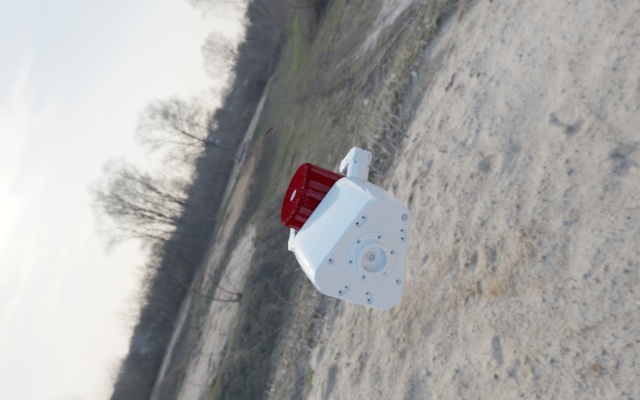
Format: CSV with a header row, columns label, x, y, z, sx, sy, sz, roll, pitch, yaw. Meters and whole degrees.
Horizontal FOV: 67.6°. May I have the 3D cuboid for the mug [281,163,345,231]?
label,x,y,z,sx,sy,sz,roll,pitch,yaw
mug,0.000,0.002,0.596,0.081,0.093,0.117,20,5,-16
